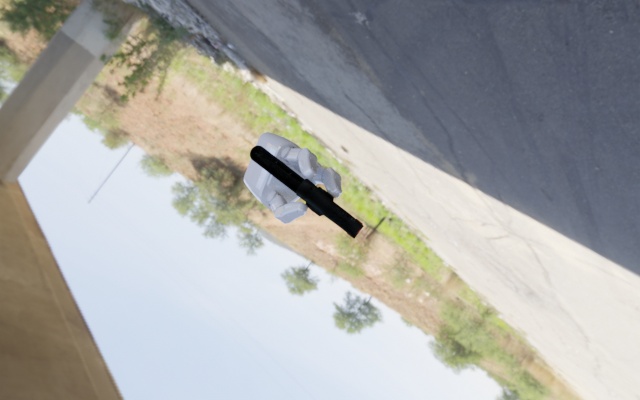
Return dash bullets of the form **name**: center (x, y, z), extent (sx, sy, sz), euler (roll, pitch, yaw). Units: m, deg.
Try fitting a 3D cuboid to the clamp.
- **clamp**: center (0.000, 0.003, 0.698), extent (0.210, 0.036, 0.164), euler (38, 0, -32)
